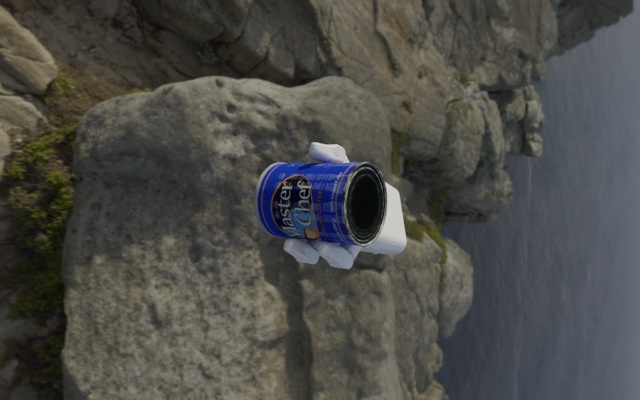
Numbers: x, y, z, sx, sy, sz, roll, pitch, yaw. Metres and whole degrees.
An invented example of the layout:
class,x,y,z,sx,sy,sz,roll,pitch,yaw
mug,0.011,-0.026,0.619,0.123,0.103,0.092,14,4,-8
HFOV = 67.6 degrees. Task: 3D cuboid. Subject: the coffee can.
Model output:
class,x,y,z,sx,sy,sz,roll,pitch,yaw
coffee can,0.000,0.002,0.614,0.140,0.103,0.103,3,2,36
